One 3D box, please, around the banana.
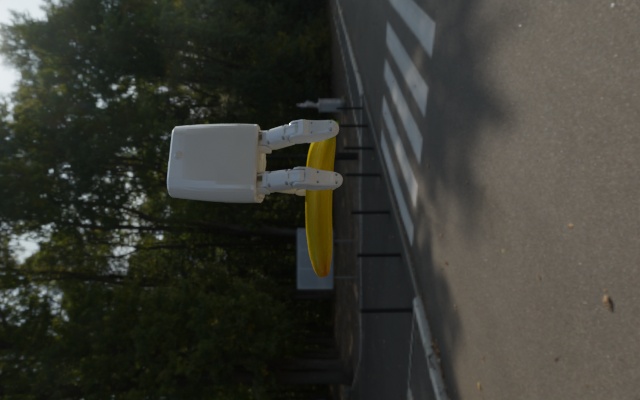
[{"bbox_3d":[-0.001,-0.004,0.616,0.037,0.198,0.069,2,7,-4],"label":"banana"}]
